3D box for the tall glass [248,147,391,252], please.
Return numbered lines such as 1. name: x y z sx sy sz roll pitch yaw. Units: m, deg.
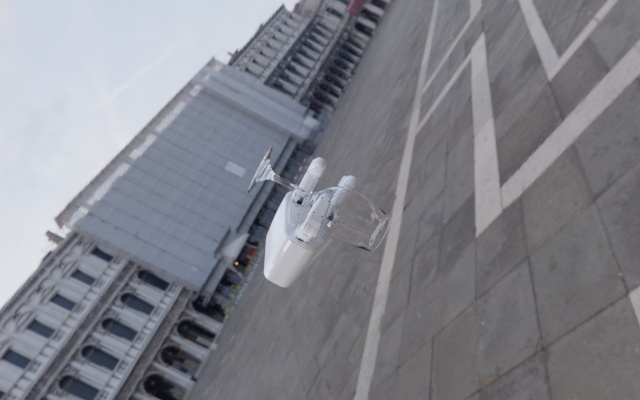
1. tall glass: 0.000 0.002 0.695 0.201 0.079 0.079 28 -2 -4
